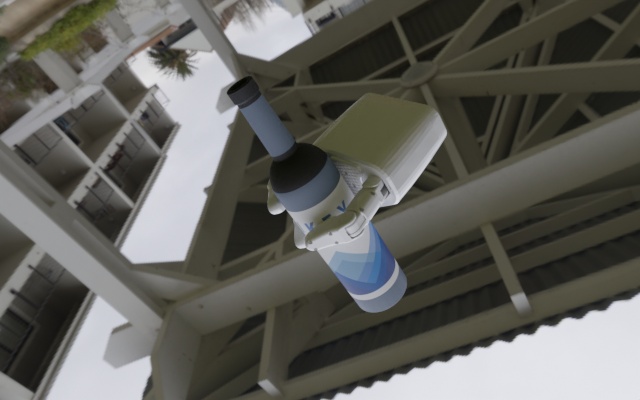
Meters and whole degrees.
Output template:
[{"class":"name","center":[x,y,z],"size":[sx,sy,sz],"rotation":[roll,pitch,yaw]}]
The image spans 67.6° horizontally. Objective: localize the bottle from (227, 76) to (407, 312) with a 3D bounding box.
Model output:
[{"class":"bottle","center":[0.000,0.002,0.498],"size":[0.069,0.296,0.069],"rotation":[-25,31,16]}]
